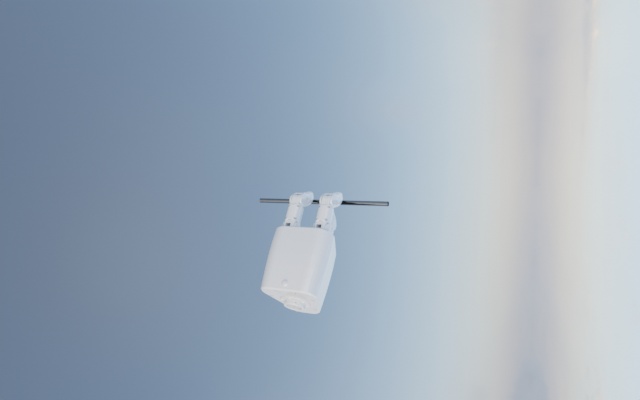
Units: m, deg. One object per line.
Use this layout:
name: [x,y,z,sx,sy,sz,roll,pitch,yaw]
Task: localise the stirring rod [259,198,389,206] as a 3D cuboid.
stirring rod: [0.000,0.003,0.823,0.239,0.011,0.011,1,1,24]
